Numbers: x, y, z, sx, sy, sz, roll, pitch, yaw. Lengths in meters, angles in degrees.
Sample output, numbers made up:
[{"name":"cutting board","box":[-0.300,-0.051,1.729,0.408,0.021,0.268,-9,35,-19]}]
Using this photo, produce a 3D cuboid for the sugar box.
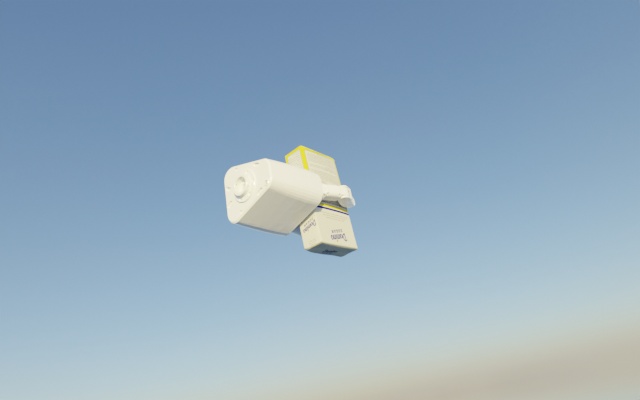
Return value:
[{"name":"sugar box","box":[0.000,0.003,0.797,0.048,0.176,0.093,-28,-29,34]}]
